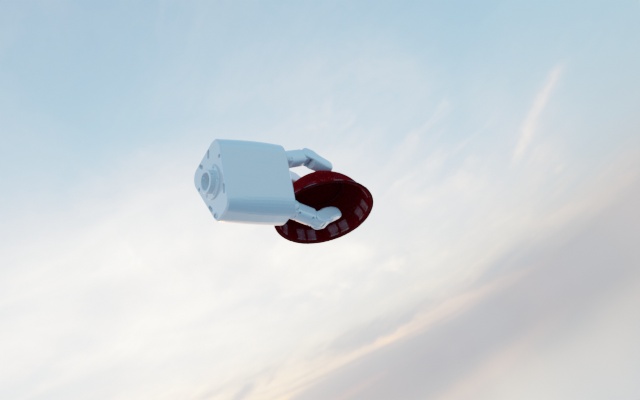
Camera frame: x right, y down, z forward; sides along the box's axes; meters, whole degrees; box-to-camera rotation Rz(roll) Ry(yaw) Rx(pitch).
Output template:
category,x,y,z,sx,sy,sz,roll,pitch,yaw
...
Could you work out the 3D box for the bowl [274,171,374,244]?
category,x,y,z,sx,sy,sz,roll,pitch,yaw
bowl,0.001,0.003,0.763,0.162,0.055,0.162,-10,-37,-8
